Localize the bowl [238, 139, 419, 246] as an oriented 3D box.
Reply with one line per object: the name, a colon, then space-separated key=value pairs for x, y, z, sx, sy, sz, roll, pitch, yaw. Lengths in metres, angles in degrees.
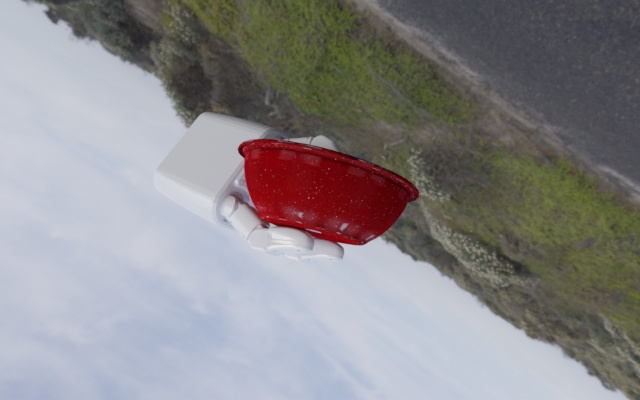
bowl: x=0.001 y=0.002 z=0.412 sx=0.162 sy=0.055 sz=0.162 roll=14 pitch=-9 yaw=2
